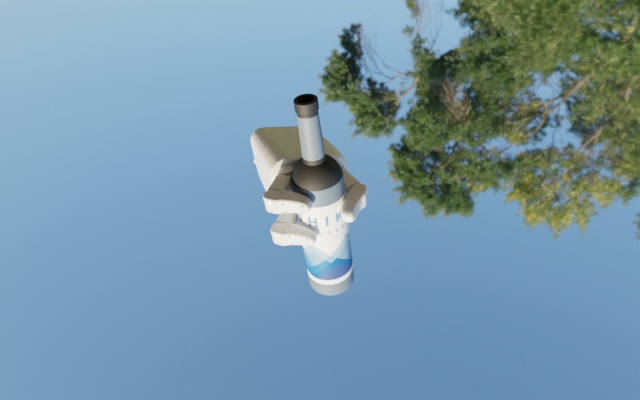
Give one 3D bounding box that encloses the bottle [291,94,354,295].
[{"bbox_3d":[0.000,0.002,0.615,0.069,0.296,0.069,-5,39,4],"label":"bottle"}]
